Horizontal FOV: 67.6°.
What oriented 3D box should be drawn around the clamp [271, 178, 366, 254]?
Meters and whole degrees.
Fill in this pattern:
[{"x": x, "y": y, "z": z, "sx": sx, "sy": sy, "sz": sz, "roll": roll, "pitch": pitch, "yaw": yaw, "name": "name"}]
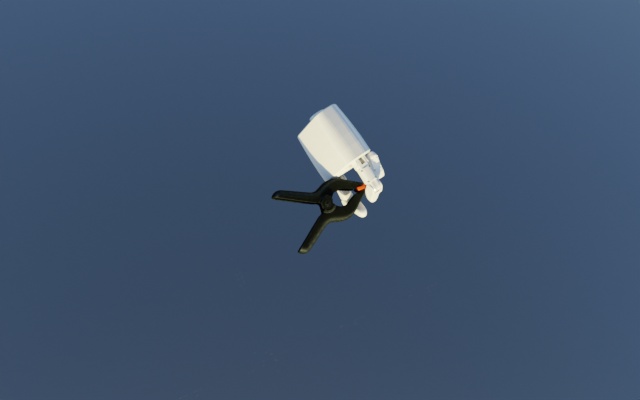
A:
[{"x": 0.000, "y": 0.003, "z": 0.859, "sx": 0.171, "sy": 0.120, "sz": 0.039, "roll": -35, "pitch": 6, "yaw": -16, "name": "clamp"}]
